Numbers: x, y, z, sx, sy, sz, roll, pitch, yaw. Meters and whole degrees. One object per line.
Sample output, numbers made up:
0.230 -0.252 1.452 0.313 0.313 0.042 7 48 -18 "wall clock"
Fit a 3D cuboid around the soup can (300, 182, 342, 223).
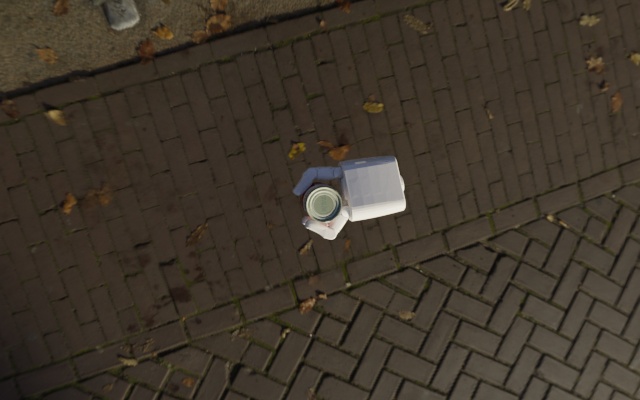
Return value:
0.000 0.003 0.890 0.068 0.068 0.102 0 6 -7 "soup can"
